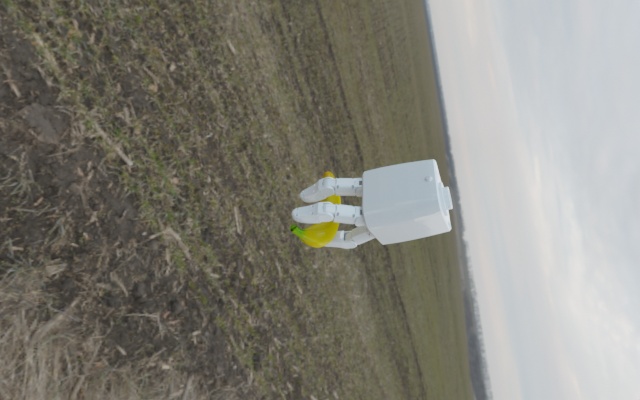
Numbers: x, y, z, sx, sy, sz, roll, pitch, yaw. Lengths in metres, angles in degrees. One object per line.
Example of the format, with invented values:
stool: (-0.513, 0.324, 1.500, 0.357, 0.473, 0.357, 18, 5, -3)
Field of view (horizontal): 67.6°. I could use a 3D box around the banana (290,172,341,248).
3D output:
banana: (0.006, 0.020, 0.756, 0.037, 0.070, 0.197, -14, 22, 21)
